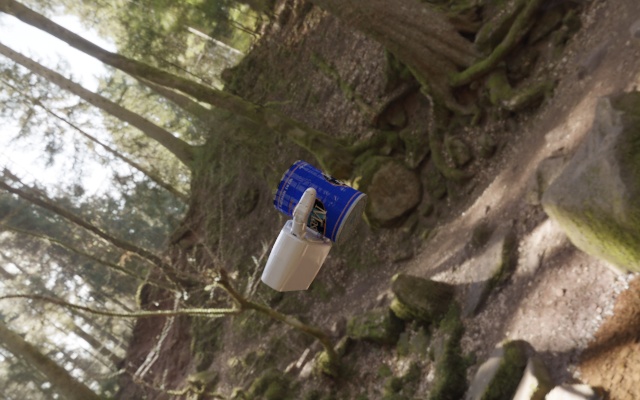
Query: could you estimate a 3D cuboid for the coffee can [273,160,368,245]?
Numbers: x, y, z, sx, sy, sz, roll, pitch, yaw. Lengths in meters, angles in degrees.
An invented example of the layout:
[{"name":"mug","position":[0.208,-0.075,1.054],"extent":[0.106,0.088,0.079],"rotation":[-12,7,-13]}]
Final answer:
[{"name":"coffee can","position":[0.000,0.003,0.867],"extent":[0.140,0.103,0.103],"rotation":[29,9,16]}]
